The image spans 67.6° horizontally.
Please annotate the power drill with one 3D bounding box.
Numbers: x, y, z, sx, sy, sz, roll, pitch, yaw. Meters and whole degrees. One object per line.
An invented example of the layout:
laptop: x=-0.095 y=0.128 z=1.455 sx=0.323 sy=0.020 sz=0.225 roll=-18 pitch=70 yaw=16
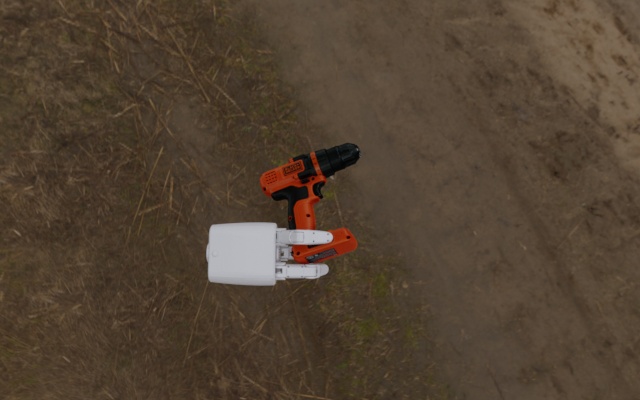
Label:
power drill: x=0.000 y=0.003 z=0.806 sx=0.184 sy=0.187 sz=0.057 roll=-21 pitch=-28 yaw=8
